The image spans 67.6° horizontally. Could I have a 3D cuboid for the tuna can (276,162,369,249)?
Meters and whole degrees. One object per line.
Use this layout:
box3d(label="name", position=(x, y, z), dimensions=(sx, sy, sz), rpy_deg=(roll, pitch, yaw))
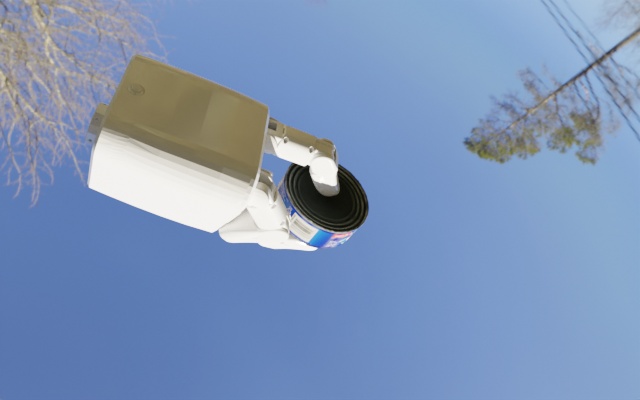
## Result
box3d(label="tuna can", position=(0.000, 0.002, 0.447), dimensions=(0.086, 0.086, 0.034), rpy_deg=(0, -34, -33))
